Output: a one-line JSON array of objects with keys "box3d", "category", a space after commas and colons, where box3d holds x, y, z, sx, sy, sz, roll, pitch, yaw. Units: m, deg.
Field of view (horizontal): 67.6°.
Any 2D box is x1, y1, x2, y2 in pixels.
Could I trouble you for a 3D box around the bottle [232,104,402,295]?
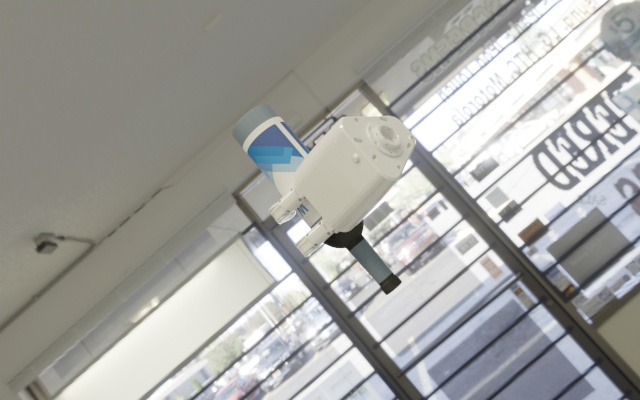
[{"box3d": [0.000, 0.002, 0.632, 0.069, 0.295, 0.069, -39, -8, -7], "category": "bottle"}]
